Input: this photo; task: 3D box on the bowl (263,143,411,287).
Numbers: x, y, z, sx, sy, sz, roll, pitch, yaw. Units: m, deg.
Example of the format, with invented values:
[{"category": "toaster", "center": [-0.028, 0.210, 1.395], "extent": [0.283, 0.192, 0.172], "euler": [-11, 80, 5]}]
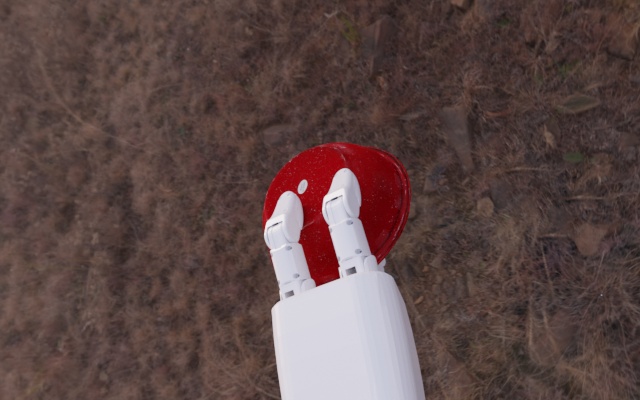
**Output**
[{"category": "bowl", "center": [-0.001, 0.000, 0.448], "extent": [0.162, 0.162, 0.055], "euler": [0, -31, 41]}]
